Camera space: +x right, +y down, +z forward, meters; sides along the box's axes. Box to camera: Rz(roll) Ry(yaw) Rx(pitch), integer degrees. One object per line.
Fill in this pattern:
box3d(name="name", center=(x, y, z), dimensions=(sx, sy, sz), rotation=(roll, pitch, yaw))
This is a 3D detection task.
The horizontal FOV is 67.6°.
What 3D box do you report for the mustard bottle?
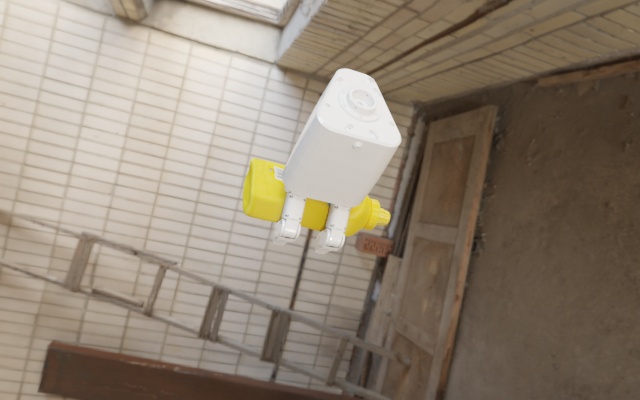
box3d(name="mustard bottle", center=(0.000, 0.002, 0.608), dimensions=(0.191, 0.058, 0.096), rotation=(13, 27, -16))
